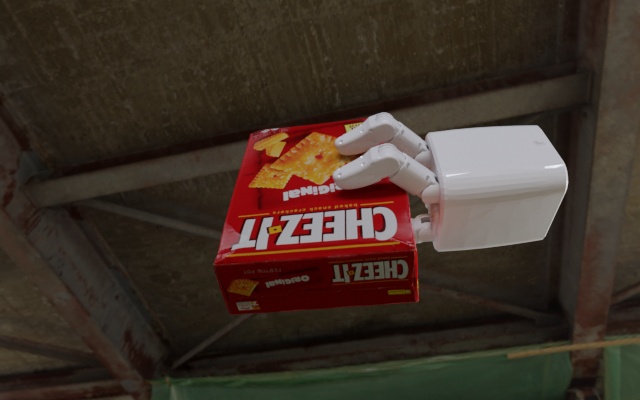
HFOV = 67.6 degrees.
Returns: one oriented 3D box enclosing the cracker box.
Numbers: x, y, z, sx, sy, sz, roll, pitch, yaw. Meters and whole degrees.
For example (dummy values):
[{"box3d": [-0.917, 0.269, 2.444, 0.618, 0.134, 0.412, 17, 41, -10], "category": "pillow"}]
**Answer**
[{"box3d": [0.000, 0.002, 0.466, 0.164, 0.072, 0.213, -6, 37, 6], "category": "cracker box"}]
